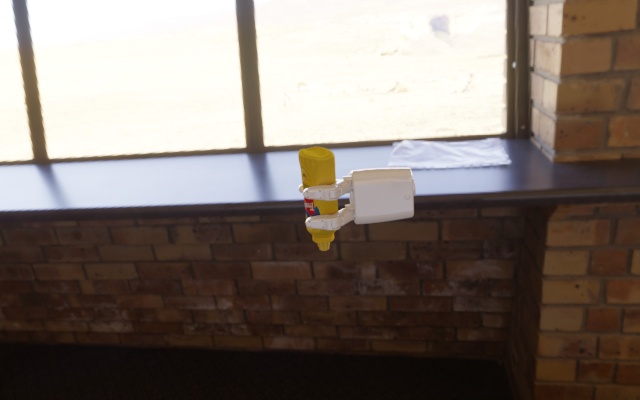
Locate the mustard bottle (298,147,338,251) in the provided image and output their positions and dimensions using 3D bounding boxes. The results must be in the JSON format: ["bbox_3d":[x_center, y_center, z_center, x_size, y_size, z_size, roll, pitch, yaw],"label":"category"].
[{"bbox_3d":[0.000,0.003,0.877,0.058,0.192,0.096,-13,21,-21],"label":"mustard bottle"}]
